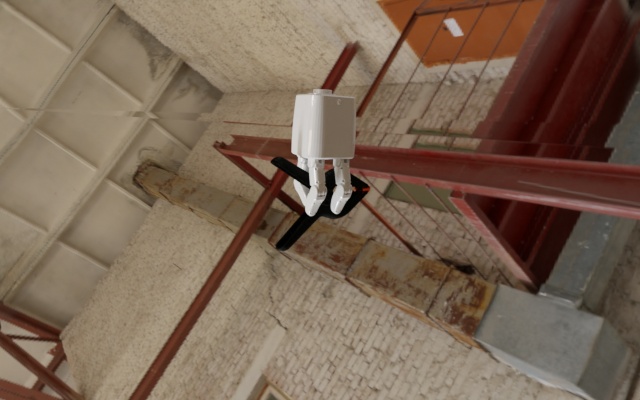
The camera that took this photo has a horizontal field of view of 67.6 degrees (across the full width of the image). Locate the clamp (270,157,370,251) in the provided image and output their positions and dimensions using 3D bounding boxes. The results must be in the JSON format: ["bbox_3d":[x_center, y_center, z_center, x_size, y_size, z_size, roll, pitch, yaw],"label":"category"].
[{"bbox_3d":[0.000,0.002,0.862,0.210,0.164,0.036,-4,14,-35],"label":"clamp"}]
